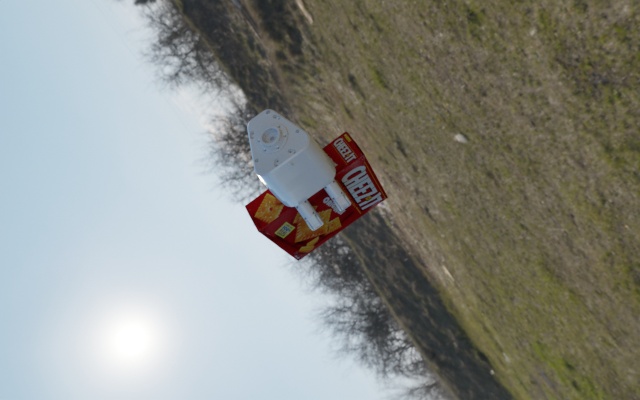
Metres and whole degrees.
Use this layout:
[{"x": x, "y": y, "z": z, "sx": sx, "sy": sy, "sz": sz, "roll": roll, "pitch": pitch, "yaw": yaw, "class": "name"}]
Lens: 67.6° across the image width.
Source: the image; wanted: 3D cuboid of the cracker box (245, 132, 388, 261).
[{"x": 0.000, "y": 0.003, "z": 0.845, "sx": 0.214, "sy": 0.072, "sz": 0.164, "roll": -35, "pitch": -33, "yaw": 3, "class": "cracker box"}]
